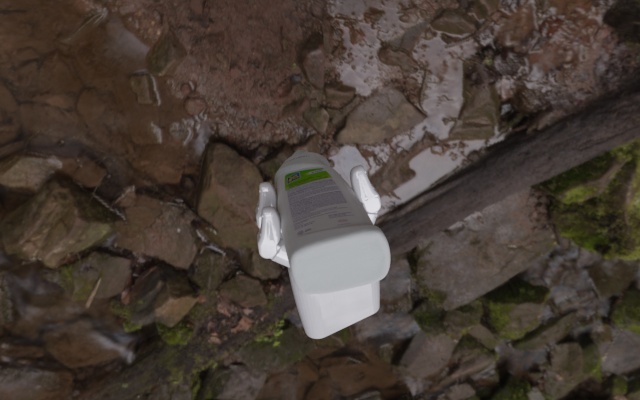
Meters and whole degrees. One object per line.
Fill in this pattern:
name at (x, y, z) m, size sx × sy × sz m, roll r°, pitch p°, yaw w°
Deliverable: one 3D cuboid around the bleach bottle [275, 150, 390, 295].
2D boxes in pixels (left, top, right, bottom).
bleach bottle at (0.000, 0.002, 0.567) m, size 0.102 × 0.068 × 0.250 m, roll -12°, pitch 31°, yaw -3°
